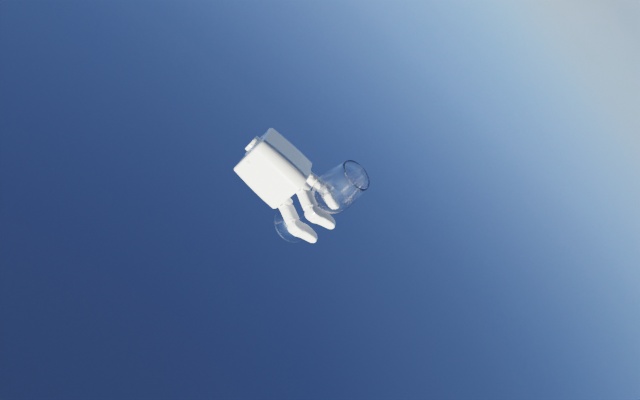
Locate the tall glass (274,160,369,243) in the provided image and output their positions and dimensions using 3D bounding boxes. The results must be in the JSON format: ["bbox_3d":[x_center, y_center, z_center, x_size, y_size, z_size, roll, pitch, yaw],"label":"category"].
[{"bbox_3d":[0.000,0.003,0.893,0.079,0.079,0.201,0,-29,-47],"label":"tall glass"}]
